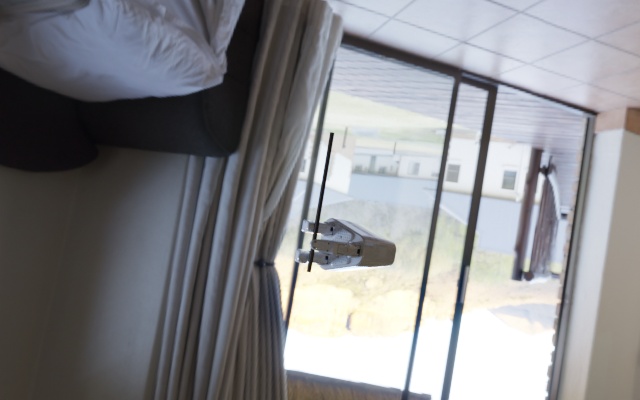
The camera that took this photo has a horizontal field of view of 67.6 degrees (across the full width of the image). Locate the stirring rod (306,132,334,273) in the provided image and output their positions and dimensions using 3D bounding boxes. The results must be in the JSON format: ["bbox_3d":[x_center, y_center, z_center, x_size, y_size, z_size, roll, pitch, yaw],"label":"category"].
[{"bbox_3d":[0.000,0.003,0.811,0.011,0.239,0.011,10,-2,0],"label":"stirring rod"}]
